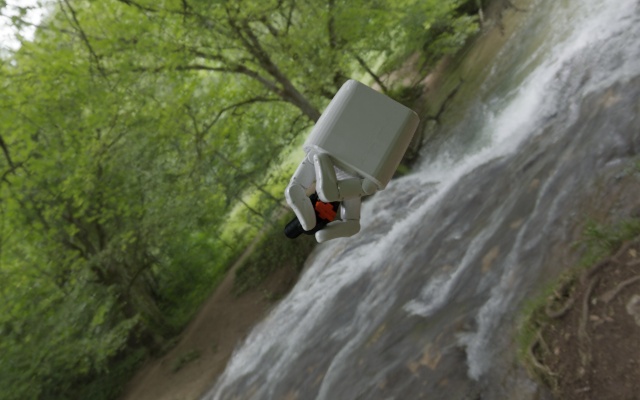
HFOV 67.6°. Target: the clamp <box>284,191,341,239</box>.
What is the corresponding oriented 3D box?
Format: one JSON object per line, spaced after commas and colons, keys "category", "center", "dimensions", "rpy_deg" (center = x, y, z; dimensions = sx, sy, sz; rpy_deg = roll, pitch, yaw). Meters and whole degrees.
{"category": "clamp", "center": [0.000, 0.002, 0.677], "dimensions": [0.039, 0.120, 0.171], "rpy_deg": [31, -11, -12]}
